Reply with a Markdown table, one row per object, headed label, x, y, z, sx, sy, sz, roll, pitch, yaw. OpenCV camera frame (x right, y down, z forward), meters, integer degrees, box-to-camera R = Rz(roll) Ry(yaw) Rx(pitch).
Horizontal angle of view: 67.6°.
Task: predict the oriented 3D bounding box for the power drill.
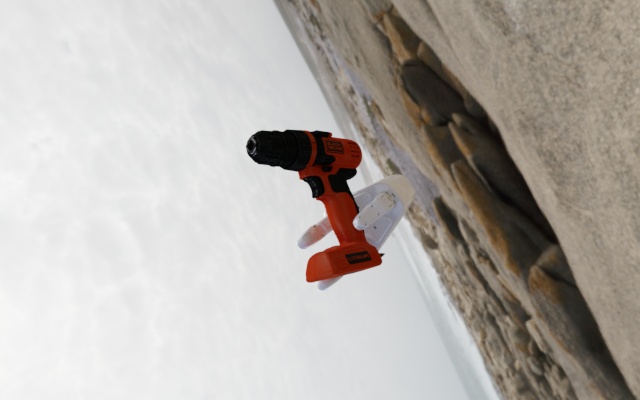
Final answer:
| label | x | y | z | sx | sy | sz | roll | pitch | yaw |
| --- | --- | --- | --- | --- | --- | --- | --- | --- | --- |
| power drill | 0.000 | 0.002 | 0.589 | 0.184 | 0.187 | 0.057 | -2 | -16 | -45 |
